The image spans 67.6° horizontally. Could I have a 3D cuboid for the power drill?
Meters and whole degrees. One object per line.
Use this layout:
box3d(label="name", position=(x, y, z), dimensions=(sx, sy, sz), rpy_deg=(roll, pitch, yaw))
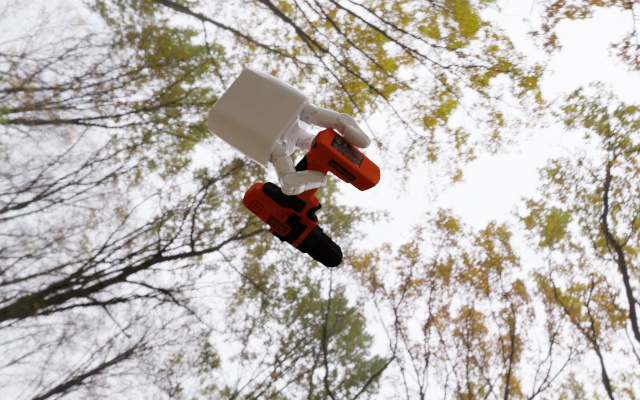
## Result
box3d(label="power drill", position=(0.000, 0.002, 0.696), dimensions=(0.188, 0.184, 0.057), rpy_deg=(-45, 13, 33))
